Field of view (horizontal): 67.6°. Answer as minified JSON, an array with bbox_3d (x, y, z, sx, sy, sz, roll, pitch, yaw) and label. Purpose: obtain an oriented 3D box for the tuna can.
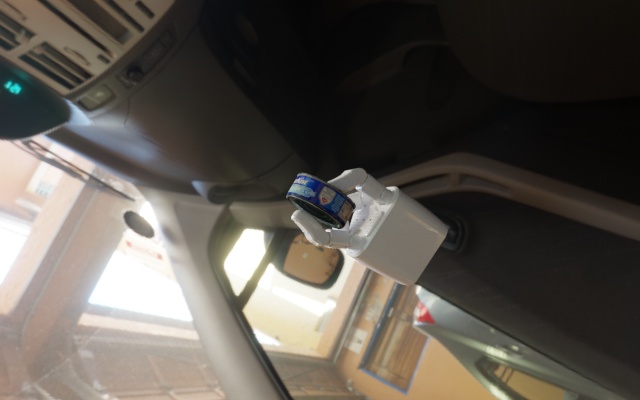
[{"bbox_3d":[0.000,0.002,0.611,0.086,0.033,0.086,29,-12,7],"label":"tuna can"}]
